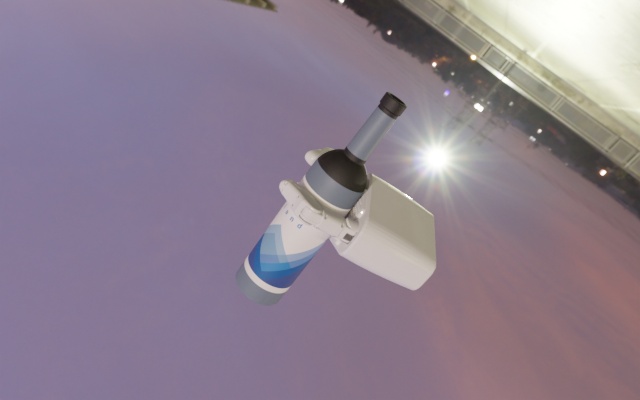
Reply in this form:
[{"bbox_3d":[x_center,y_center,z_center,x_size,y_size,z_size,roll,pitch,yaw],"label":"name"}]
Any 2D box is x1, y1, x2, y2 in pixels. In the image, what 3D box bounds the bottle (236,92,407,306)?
[{"bbox_3d":[0.000,0.002,0.562,0.069,0.296,0.069,30,23,-15],"label":"bottle"}]
